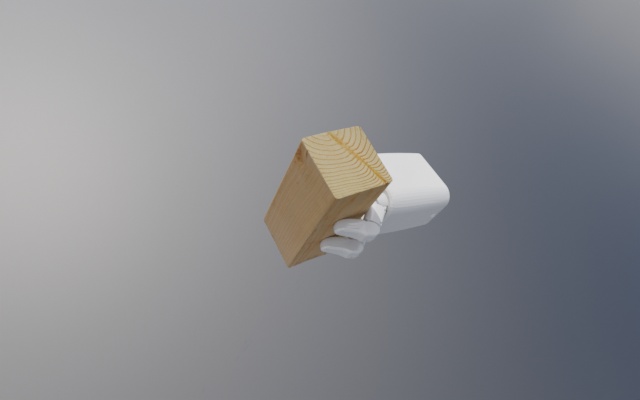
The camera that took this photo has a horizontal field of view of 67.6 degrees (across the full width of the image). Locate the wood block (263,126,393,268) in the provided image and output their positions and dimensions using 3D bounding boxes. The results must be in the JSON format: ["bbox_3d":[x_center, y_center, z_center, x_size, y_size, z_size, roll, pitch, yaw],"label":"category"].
[{"bbox_3d":[0.000,0.002,0.657,0.090,0.090,0.206,-17,-22,-29],"label":"wood block"}]
